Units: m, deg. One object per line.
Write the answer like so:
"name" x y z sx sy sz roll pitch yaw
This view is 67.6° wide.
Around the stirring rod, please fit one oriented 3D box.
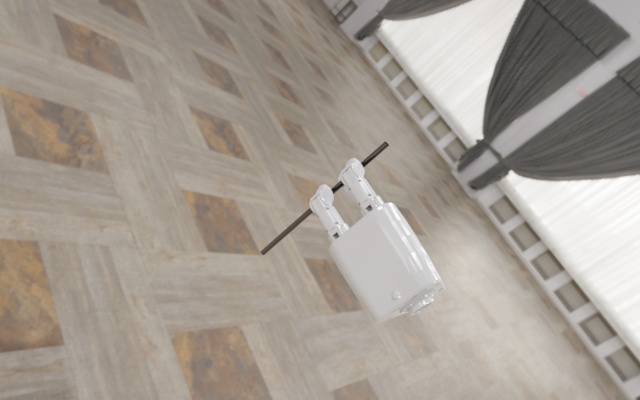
"stirring rod" 0.000 0.002 0.648 0.239 0.011 0.011 -41 -18 21
